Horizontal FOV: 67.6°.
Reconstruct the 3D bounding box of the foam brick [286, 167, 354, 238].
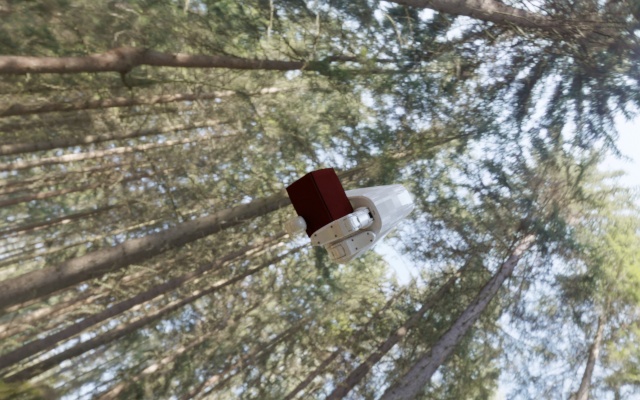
[{"bbox_3d":[0.000,0.002,0.641,0.053,0.078,0.051,-28,-5,40],"label":"foam brick"}]
